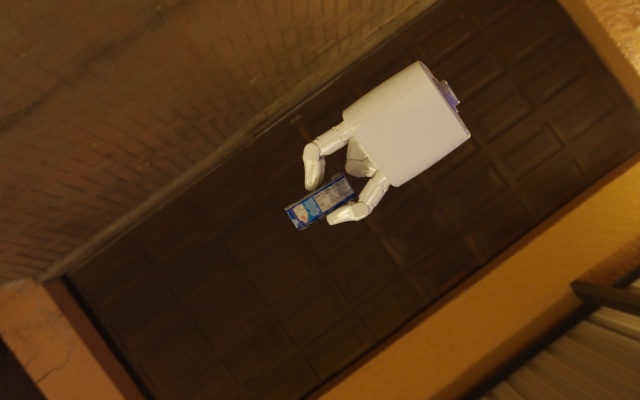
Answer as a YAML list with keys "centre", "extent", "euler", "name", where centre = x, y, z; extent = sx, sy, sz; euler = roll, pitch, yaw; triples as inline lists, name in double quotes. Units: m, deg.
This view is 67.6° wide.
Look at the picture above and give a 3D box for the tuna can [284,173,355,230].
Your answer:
- centre: [0.000, 0.002, 0.593]
  extent: [0.086, 0.034, 0.086]
  euler: [-31, 1, 1]
  name: "tuna can"
